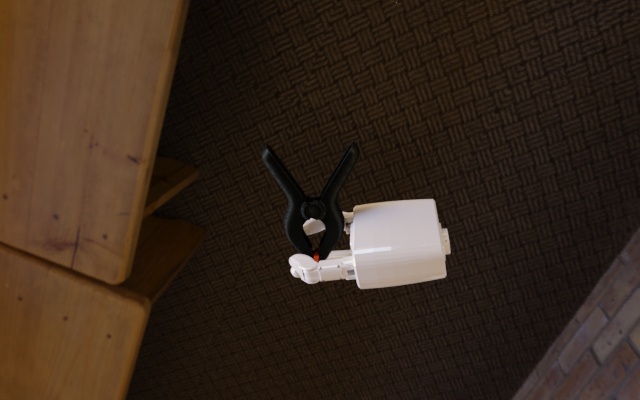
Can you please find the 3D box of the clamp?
[{"bbox_3d":[0.000,0.002,0.610,0.120,0.171,0.039,-8,21,11],"label":"clamp"}]
